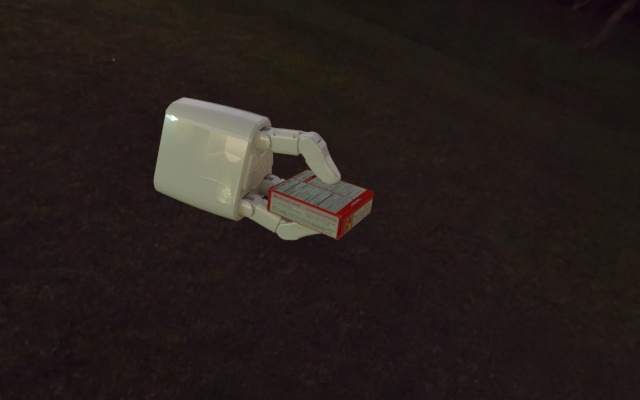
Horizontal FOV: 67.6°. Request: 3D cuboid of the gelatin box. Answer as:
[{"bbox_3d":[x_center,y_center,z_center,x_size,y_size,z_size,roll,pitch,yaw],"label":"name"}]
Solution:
[{"bbox_3d":[0.000,0.001,0.501,0.089,0.030,0.073,20,30,25],"label":"gelatin box"}]
